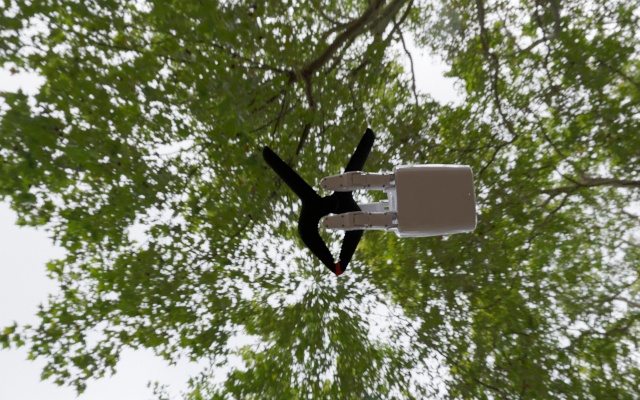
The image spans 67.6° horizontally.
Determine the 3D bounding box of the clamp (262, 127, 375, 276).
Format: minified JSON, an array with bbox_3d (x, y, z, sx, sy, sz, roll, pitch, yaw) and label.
[{"bbox_3d":[0.000,0.003,0.682,0.164,0.210,0.036,-3,-9,5],"label":"clamp"}]
